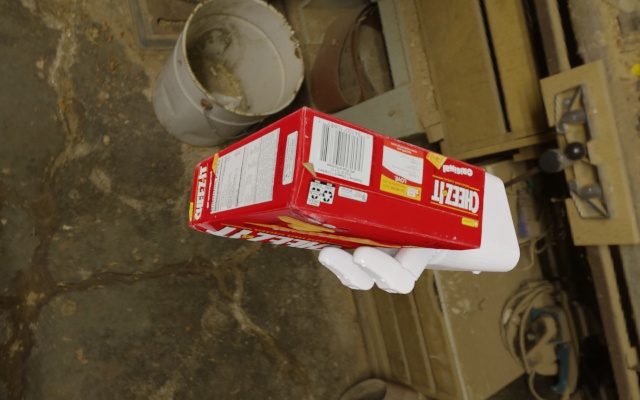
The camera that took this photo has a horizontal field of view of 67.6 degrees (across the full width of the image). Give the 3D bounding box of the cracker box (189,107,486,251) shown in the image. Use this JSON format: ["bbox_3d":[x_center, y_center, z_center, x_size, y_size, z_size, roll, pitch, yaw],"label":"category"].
[{"bbox_3d":[0.000,0.001,0.406,0.164,0.072,0.214,13,-13,-30],"label":"cracker box"}]
